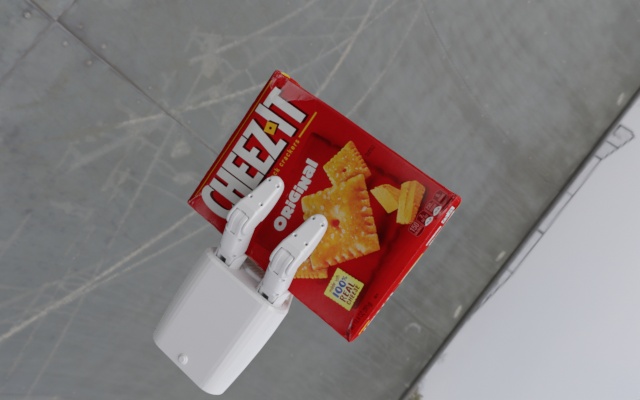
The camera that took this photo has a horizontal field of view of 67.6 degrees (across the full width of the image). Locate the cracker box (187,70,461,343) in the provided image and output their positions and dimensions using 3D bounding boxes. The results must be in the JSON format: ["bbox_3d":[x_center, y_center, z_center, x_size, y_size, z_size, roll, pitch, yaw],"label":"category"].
[{"bbox_3d":[0.000,0.002,0.465,0.213,0.164,0.072,38,8,15],"label":"cracker box"}]
